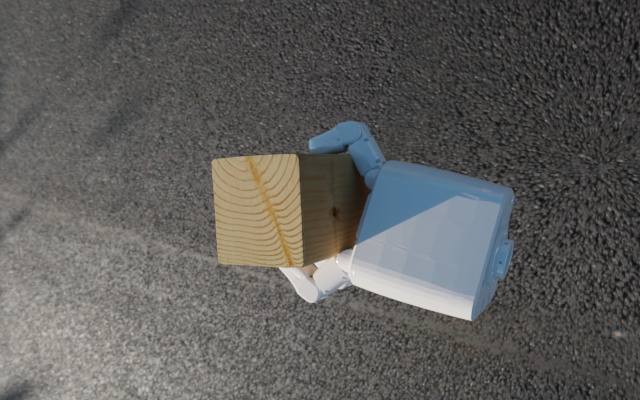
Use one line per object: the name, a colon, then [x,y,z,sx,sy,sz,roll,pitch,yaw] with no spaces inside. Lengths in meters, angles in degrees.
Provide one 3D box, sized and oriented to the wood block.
wood block: [0.000,0.001,0.469,0.090,0.091,0.206,-1,3,30]
